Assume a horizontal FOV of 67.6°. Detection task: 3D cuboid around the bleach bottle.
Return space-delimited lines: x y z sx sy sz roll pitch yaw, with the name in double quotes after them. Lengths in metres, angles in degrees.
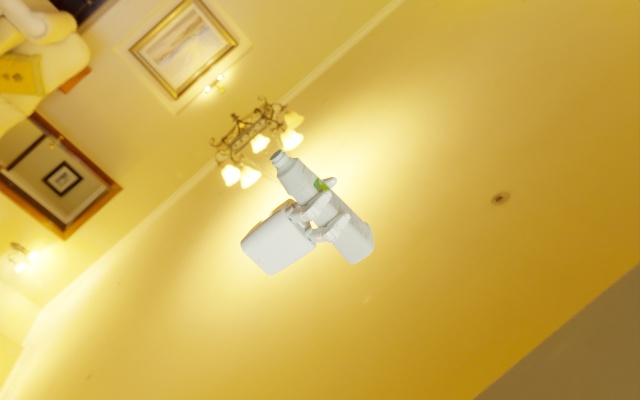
0.000 0.003 0.873 0.068 0.251 0.102 -35 25 15 "bleach bottle"
